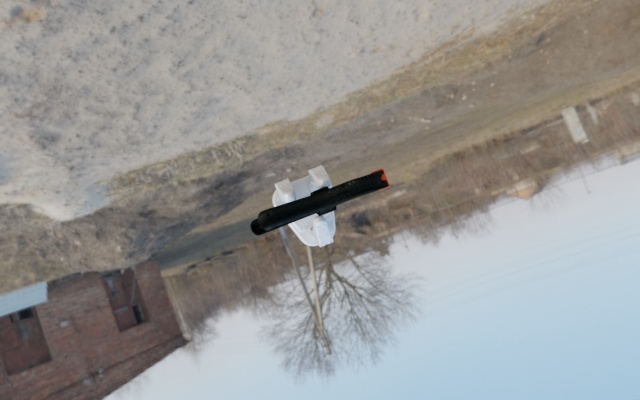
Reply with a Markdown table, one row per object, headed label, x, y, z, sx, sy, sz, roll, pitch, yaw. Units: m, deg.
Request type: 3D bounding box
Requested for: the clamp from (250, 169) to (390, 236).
| label | x | y | z | sx | sy | sz | roll | pitch | yaw |
| --- | --- | --- | --- | --- | --- | --- | --- | --- | --- |
| clamp | 0.001 | 0.003 | 0.659 | 0.210 | 0.036 | 0.164 | -21 | -1 | -6 |
